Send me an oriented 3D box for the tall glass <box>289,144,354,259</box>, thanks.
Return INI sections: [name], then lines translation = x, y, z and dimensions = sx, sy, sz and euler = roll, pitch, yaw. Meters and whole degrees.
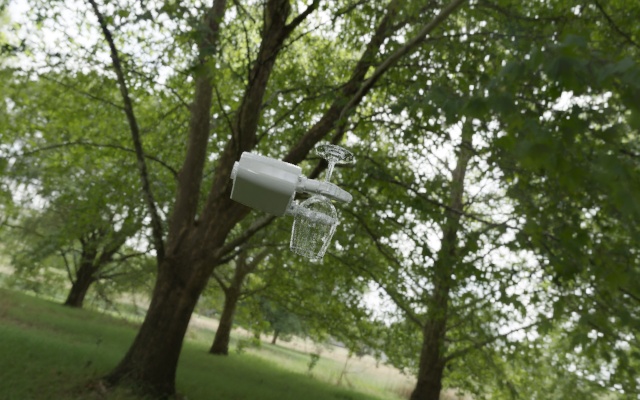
[tall glass]
translation = 0.000, 0.002, 0.873
dimensions = 0.079, 0.201, 0.079
euler = 14, -17, 4
